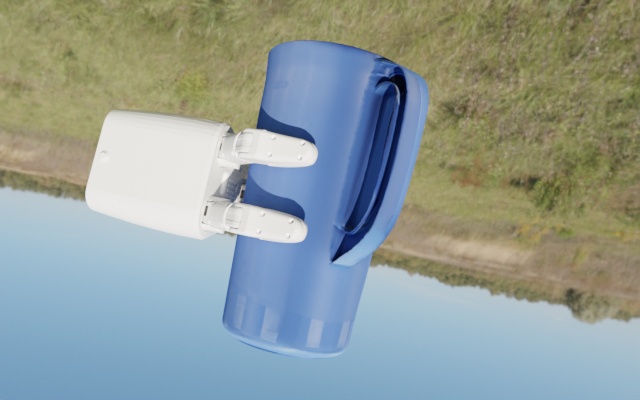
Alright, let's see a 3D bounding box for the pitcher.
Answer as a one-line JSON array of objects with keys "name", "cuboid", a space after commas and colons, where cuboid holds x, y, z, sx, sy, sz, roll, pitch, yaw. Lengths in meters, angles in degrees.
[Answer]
[{"name": "pitcher", "cuboid": [0.000, 0.001, 0.400, 0.145, 0.243, 0.149, 11, -5, 11]}]
